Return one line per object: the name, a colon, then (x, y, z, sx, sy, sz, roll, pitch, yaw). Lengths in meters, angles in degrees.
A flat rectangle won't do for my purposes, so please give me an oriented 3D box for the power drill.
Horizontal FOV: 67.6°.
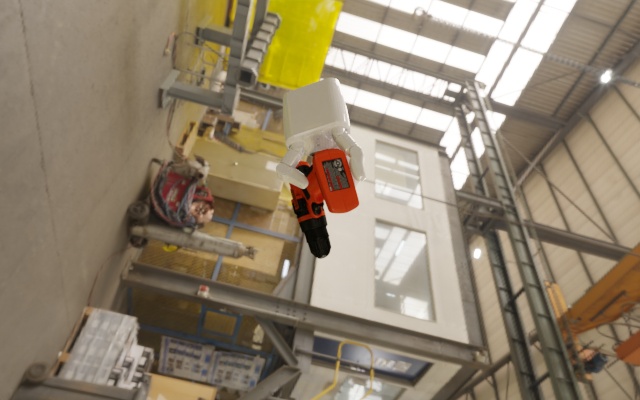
power drill: (0.000, 0.002, 0.816, 0.057, 0.184, 0.188, -15, -7, -23)
